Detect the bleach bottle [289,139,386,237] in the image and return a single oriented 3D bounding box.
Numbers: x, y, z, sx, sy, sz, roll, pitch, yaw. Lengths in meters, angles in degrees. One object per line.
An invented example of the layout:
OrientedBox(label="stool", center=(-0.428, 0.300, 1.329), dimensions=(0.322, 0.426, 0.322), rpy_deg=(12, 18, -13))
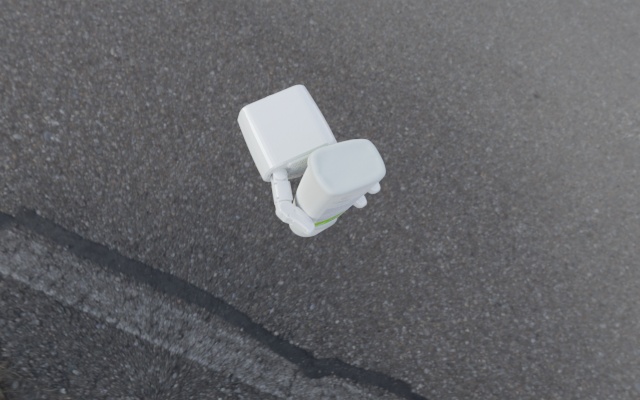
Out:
OrientedBox(label="bleach bottle", center=(0.000, 0.002, 0.700), dimensions=(0.102, 0.068, 0.251), rpy_deg=(-18, -16, -25))
